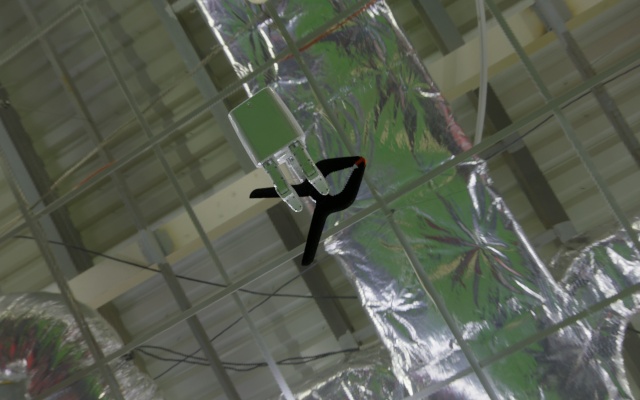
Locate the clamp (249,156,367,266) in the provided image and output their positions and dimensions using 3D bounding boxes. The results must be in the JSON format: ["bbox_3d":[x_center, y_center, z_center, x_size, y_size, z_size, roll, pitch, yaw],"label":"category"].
[{"bbox_3d":[0.001,0.002,0.831,0.210,0.164,0.036,-33,-4,9],"label":"clamp"}]
